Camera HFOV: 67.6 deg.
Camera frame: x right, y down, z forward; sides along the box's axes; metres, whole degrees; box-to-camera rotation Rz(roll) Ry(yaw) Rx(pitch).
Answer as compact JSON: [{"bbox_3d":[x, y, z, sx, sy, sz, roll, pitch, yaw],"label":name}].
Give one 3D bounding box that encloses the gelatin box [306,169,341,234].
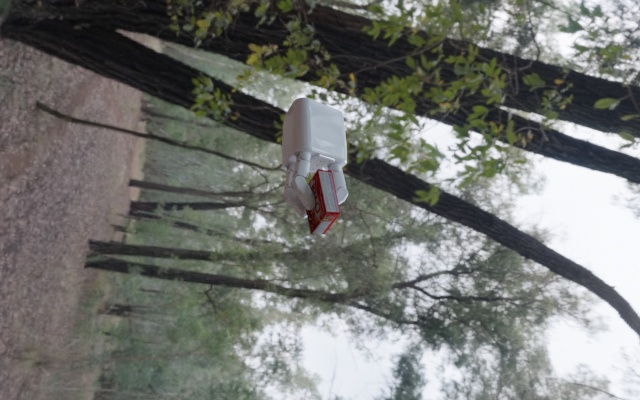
[{"bbox_3d":[0.001,0.003,0.815,0.030,0.089,0.073,3,-33,-24],"label":"gelatin box"}]
